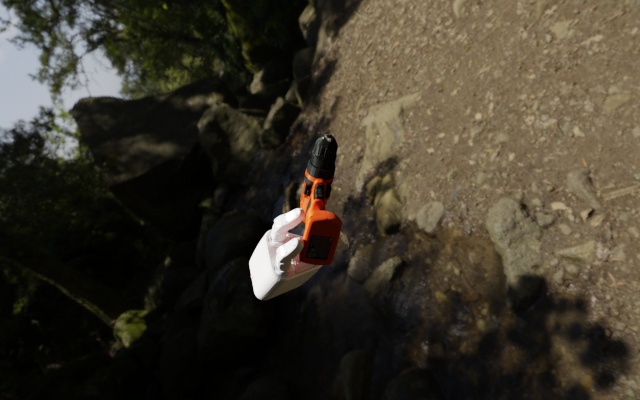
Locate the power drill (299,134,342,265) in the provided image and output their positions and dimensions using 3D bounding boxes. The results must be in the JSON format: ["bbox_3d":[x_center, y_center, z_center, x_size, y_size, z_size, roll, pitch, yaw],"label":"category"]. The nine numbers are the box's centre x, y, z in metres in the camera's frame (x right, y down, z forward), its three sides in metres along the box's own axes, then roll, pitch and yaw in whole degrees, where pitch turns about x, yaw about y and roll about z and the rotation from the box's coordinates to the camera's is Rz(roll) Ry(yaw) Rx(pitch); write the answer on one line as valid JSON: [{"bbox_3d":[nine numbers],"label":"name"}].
[{"bbox_3d":[0.000,0.003,0.816,0.057,0.185,0.187,7,35,-6],"label":"power drill"}]
